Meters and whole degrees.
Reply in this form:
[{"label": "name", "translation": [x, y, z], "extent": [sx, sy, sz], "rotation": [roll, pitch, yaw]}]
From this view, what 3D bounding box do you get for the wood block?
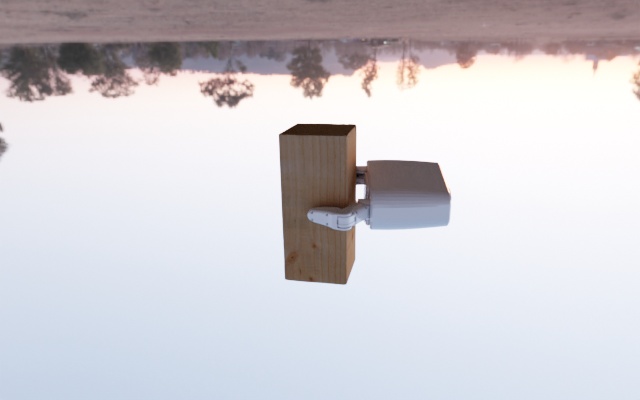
[{"label": "wood block", "translation": [0.000, 0.002, 0.665], "extent": [0.090, 0.206, 0.090], "rotation": [3, 18, 12]}]
